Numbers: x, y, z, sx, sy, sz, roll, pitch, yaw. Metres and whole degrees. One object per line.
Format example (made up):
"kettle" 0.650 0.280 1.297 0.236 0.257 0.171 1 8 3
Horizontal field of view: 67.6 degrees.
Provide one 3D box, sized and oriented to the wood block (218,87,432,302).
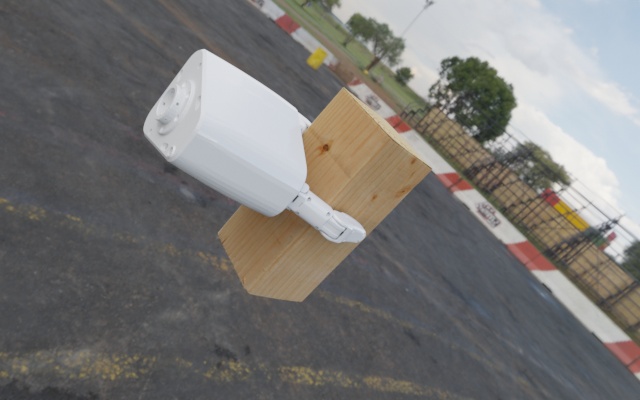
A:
"wood block" 0.000 0.002 0.499 0.090 0.206 0.090 23 25 -50
